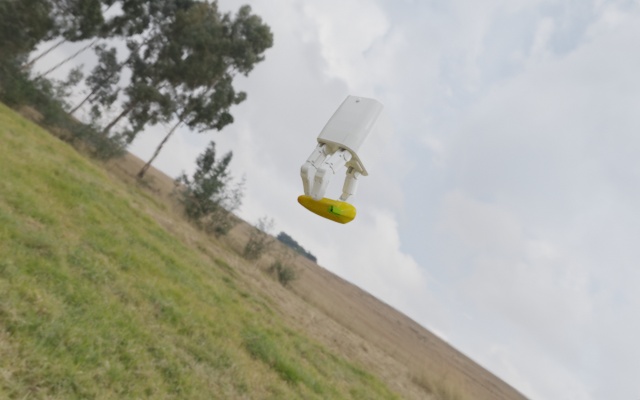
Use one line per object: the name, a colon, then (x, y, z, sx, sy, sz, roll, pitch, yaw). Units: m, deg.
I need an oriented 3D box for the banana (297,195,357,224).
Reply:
banana: (0.016, 0.012, 0.835, 0.069, 0.037, 0.198, 31, -7, -18)
